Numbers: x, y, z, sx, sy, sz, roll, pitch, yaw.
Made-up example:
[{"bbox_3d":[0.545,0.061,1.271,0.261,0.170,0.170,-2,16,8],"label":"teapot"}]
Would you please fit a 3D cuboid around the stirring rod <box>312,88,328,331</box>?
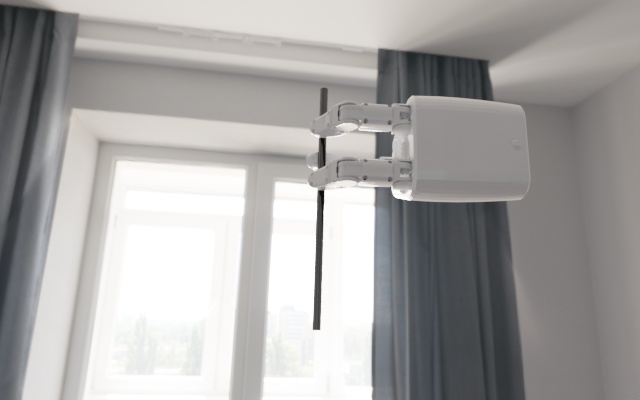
[{"bbox_3d":[0.000,0.002,0.463,0.011,0.239,0.011,2,-15,0],"label":"stirring rod"}]
